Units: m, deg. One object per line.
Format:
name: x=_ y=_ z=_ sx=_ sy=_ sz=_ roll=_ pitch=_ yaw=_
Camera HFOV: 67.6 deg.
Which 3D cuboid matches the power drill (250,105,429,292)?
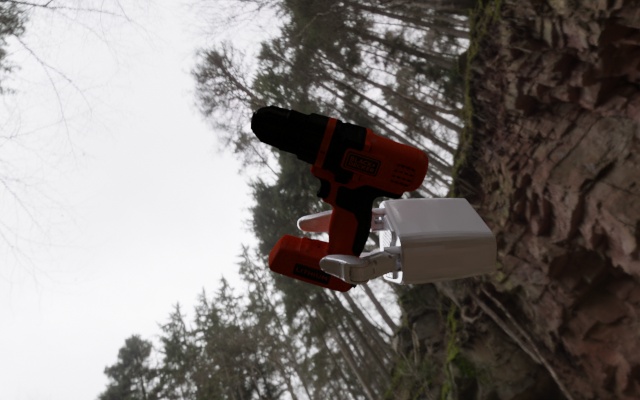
power drill: x=0.000 y=0.002 z=0.516 sx=0.184 sy=0.188 sz=0.057 roll=18 pitch=31 yaw=0
